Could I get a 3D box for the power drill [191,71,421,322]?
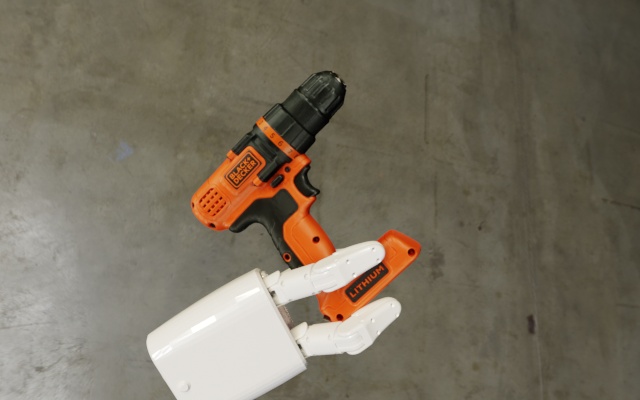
[{"bbox_3d":[0.000,0.002,0.436,0.184,0.187,0.057,-45,-6,9],"label":"power drill"}]
